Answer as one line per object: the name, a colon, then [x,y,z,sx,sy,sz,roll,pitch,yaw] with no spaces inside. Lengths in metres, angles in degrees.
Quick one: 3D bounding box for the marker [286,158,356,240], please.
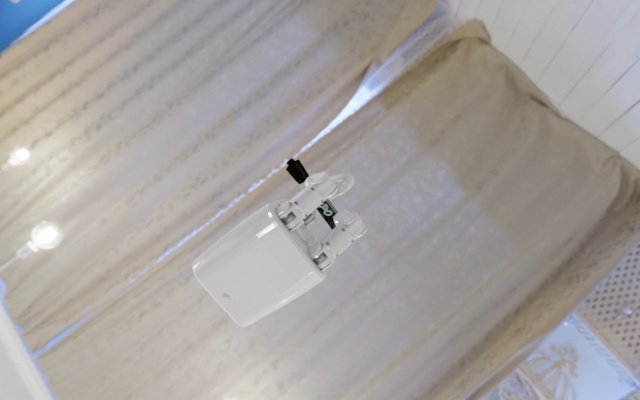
marker: [0.000,0.002,0.550,0.020,0.121,0.020,-34,15,11]
